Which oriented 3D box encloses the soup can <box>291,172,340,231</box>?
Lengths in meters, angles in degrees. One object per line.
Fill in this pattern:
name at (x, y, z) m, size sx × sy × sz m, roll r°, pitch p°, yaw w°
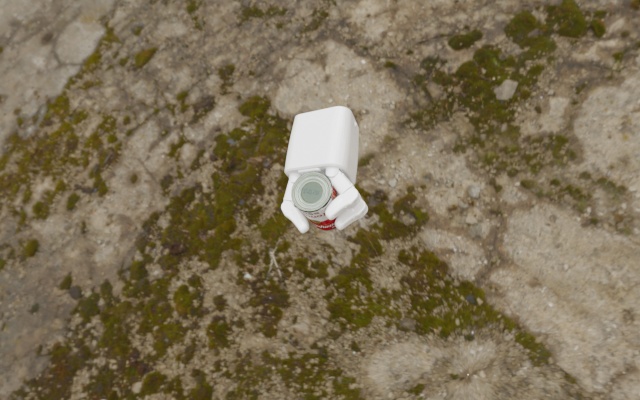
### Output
soup can at (0.000, 0.003, 0.769) m, size 0.068 × 0.068 × 0.102 m, roll 0°, pitch -19°, yaw 17°
